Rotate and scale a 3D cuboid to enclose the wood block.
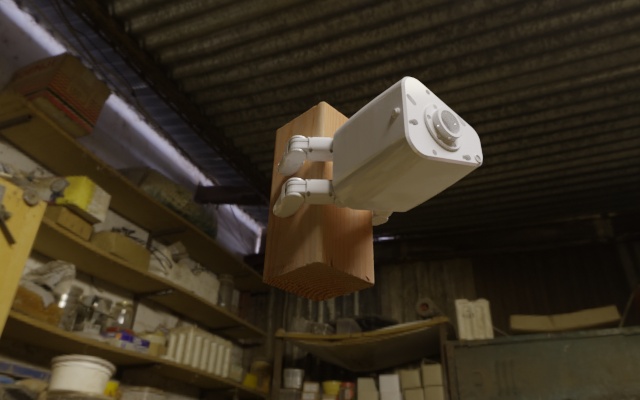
[{"bbox_3d":[0.001,0.002,0.566,0.090,0.206,0.091,-25,-40,38],"label":"wood block"}]
